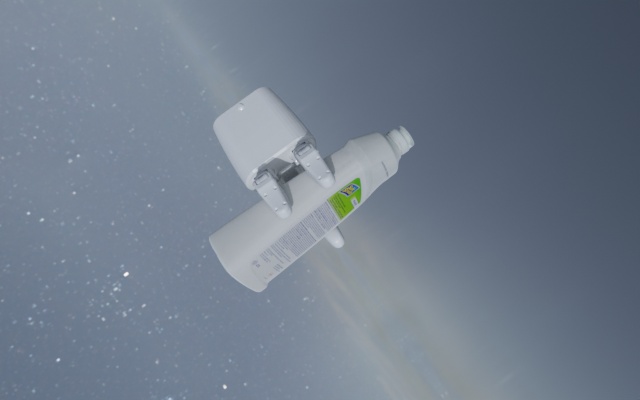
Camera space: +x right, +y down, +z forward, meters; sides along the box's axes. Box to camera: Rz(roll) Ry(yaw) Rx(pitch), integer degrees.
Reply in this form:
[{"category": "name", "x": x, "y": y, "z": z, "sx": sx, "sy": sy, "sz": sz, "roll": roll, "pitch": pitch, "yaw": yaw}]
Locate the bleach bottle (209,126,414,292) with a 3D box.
[{"category": "bleach bottle", "x": 0.000, "y": 0.002, "z": 0.554, "sx": 0.251, "sy": 0.068, "sz": 0.103, "roll": -36, "pitch": -28, "yaw": -1}]
